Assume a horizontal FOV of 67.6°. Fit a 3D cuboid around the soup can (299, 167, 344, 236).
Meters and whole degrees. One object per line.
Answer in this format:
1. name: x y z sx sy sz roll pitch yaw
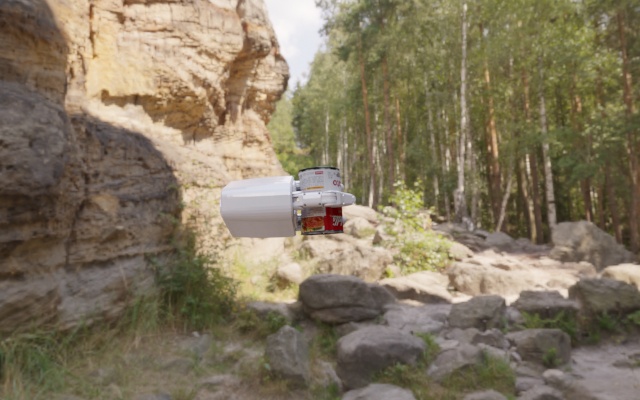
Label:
1. soup can: 0.001 0.002 0.753 0.068 0.102 0.068 -3 -7 0
